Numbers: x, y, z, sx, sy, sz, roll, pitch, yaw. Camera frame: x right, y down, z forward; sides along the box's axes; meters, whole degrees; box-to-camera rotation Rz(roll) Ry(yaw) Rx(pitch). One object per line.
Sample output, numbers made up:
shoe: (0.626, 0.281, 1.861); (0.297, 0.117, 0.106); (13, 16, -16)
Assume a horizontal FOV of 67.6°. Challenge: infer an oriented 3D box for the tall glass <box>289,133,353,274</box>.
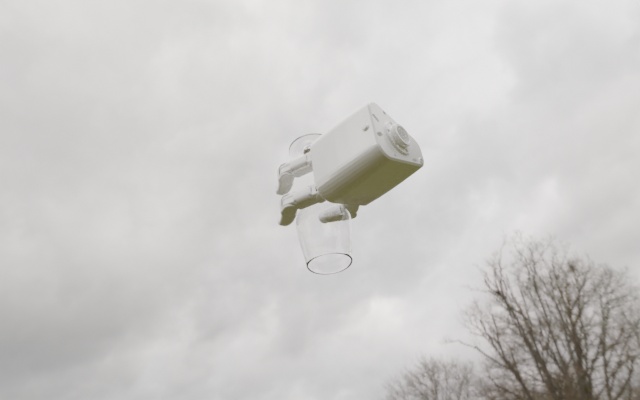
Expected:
tall glass: (0.000, 0.002, 0.685); (0.079, 0.201, 0.079); (-6, -34, -4)
